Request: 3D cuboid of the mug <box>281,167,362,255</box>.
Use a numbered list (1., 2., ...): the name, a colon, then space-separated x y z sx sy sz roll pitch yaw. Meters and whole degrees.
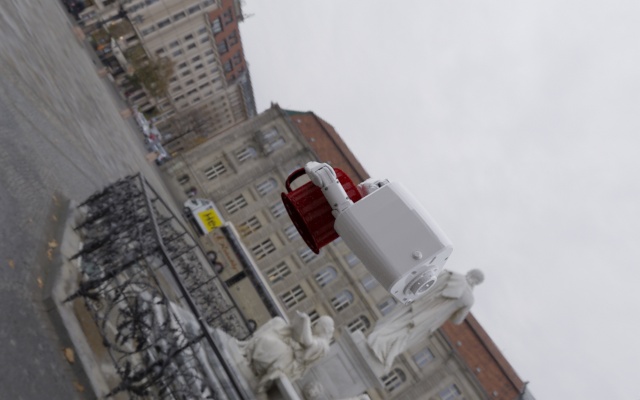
1. mug: 0.000 0.001 0.628 0.081 0.117 0.093 -30 -29 -12
